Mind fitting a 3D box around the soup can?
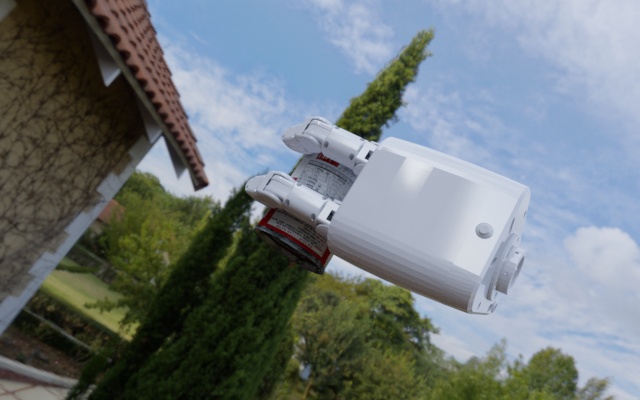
[{"bbox_3d":[0.000,0.001,0.403,0.068,0.102,0.068,30,-16,9],"label":"soup can"}]
